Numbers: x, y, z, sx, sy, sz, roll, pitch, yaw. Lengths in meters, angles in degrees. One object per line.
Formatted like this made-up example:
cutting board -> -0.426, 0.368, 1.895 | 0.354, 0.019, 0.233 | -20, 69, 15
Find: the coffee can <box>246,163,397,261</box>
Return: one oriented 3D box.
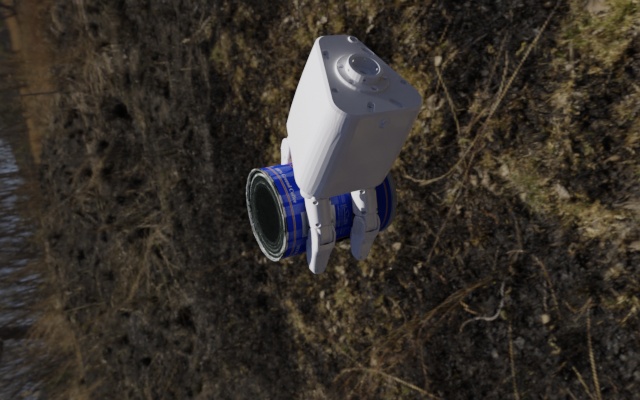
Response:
coffee can -> 0.000, 0.002, 0.544 | 0.140, 0.103, 0.103 | -13, 6, -27
